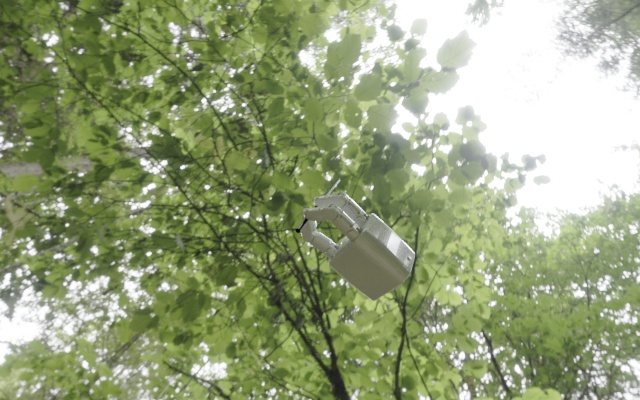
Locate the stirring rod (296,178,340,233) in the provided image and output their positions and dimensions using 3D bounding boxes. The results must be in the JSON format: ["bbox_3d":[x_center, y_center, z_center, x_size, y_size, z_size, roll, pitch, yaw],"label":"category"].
[{"bbox_3d":[0.000,0.003,0.860,0.011,0.011,0.239,0,22,19],"label":"stirring rod"}]
